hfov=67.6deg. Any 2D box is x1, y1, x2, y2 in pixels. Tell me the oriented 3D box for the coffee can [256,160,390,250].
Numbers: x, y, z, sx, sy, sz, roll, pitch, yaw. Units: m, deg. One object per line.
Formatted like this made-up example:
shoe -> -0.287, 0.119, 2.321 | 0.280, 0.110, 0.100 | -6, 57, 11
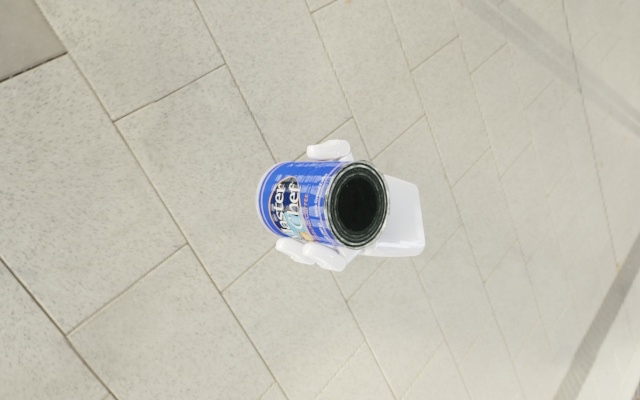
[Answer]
coffee can -> 0.000, 0.002, 0.590 | 0.103, 0.103, 0.140 | 0, 3, -40
